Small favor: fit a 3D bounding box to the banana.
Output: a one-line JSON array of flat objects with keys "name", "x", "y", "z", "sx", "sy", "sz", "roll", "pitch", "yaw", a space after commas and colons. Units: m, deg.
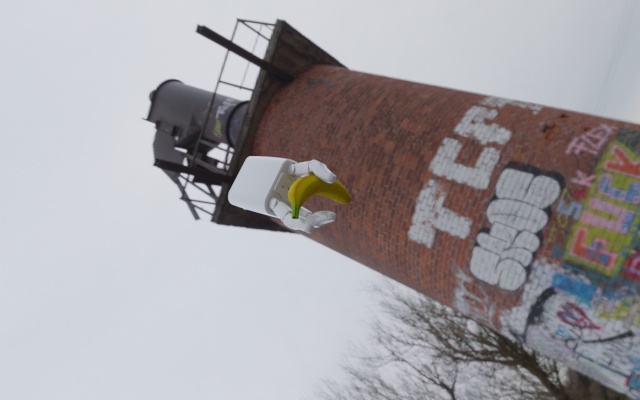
[{"name": "banana", "x": -0.004, "y": -0.015, "z": 0.880, "sx": 0.037, "sy": 0.069, "sz": 0.198, "roll": -2, "pitch": 7, "yaw": 34}]
